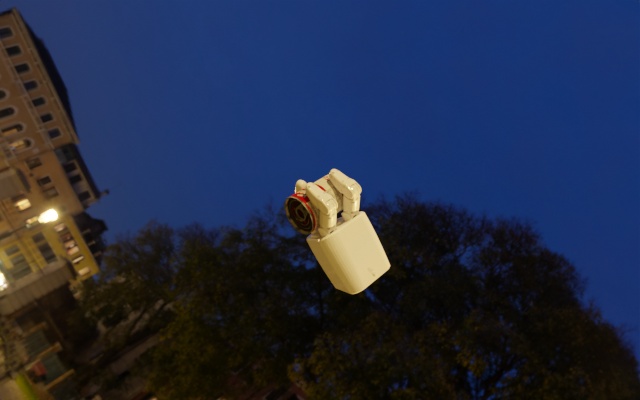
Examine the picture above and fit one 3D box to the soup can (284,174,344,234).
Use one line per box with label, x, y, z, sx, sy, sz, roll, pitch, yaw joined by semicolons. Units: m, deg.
soup can;0.000;0.002;0.793;0.102;0.068;0.068;-32;19;-33
